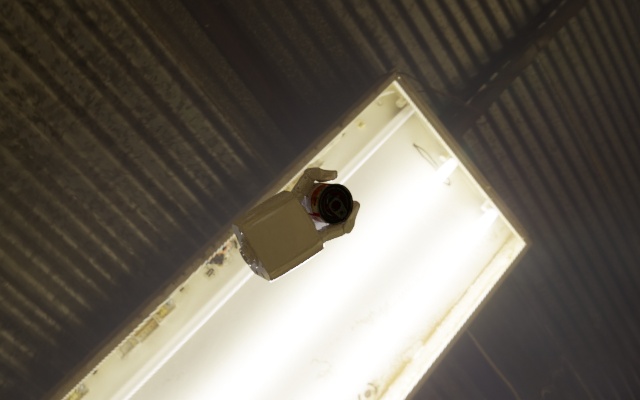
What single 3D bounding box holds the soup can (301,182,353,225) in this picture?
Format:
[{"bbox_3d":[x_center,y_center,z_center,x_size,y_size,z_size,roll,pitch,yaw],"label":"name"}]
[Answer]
[{"bbox_3d":[0.000,0.002,0.812,0.068,0.068,0.102,0,4,-30],"label":"soup can"}]
